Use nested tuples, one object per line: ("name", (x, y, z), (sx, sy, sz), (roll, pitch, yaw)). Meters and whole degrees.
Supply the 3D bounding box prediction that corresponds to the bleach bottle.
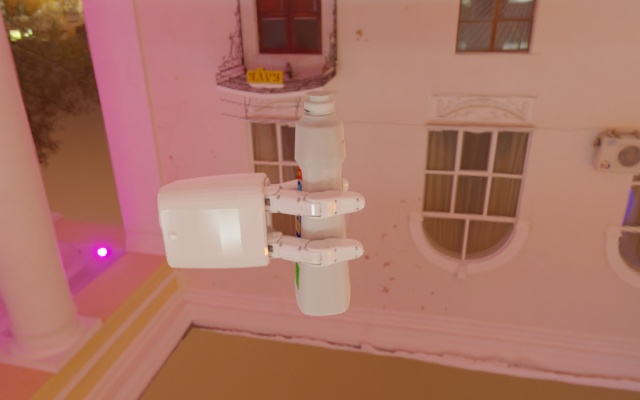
("bleach bottle", (0.000, 0.002, 0.544), (0.068, 0.251, 0.102), (-3, 24, -3))
